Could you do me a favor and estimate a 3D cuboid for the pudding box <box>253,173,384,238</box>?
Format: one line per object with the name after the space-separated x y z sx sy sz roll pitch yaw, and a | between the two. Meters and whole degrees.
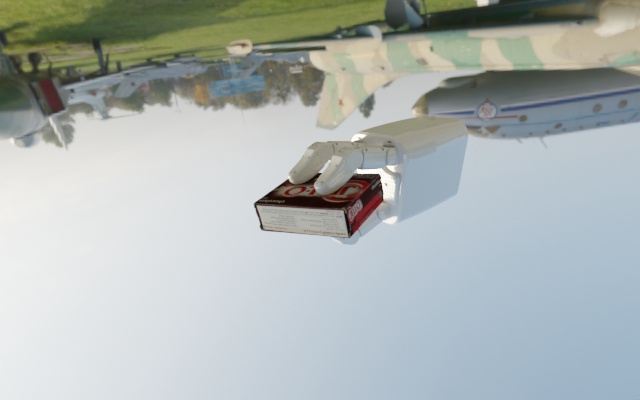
0.000 0.002 0.515 0.113 0.039 0.090 0 24 31 | pudding box
